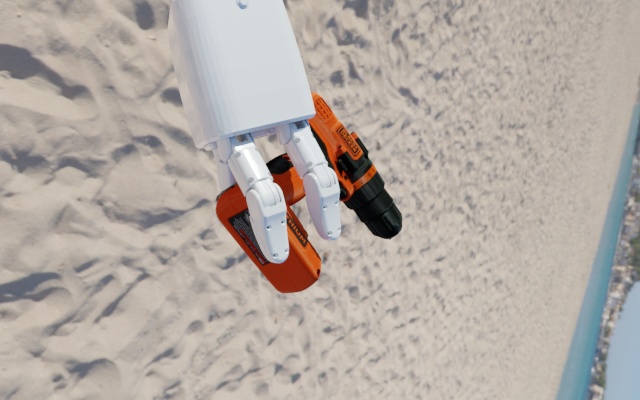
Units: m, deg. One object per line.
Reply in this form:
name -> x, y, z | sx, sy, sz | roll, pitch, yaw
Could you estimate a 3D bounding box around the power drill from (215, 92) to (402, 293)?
power drill -> 0.000, 0.002, 0.462 | 0.057, 0.184, 0.187 | -30, 14, 38
